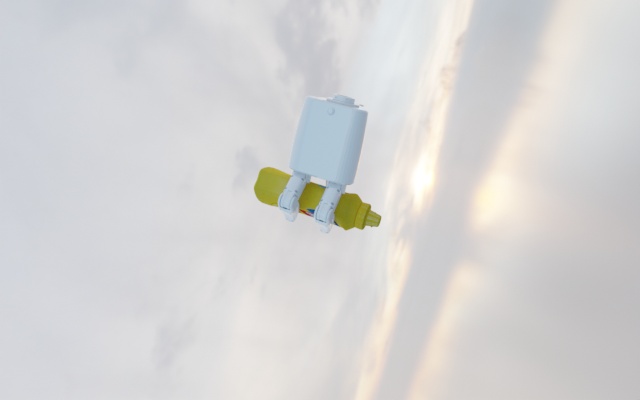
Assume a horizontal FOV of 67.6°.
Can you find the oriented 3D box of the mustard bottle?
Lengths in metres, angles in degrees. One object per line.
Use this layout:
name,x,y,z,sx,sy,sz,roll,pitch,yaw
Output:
mustard bottle,0.000,0.003,0.730,0.191,0.058,0.096,17,-9,15
